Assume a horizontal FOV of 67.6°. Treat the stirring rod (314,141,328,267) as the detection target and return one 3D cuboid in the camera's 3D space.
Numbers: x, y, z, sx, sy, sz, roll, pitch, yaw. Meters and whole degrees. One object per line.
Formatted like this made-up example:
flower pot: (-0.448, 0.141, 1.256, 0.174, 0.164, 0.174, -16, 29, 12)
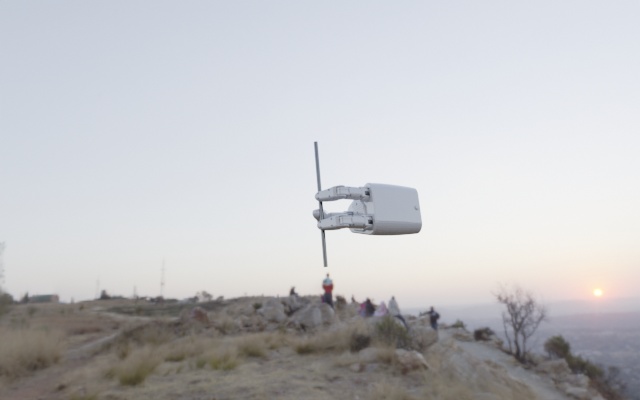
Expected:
stirring rod: (0.000, 0.003, 0.882, 0.011, 0.239, 0.011, -4, -16, -1)
